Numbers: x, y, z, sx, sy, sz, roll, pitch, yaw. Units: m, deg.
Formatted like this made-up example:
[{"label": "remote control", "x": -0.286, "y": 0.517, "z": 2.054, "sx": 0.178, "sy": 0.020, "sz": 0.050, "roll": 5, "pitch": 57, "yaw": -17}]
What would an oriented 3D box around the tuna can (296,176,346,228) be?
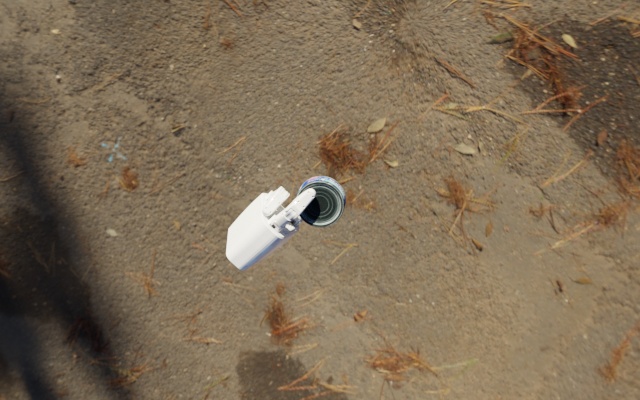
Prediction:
[{"label": "tuna can", "x": 0.000, "y": 0.003, "z": 0.825, "sx": 0.086, "sy": 0.086, "sz": 0.033, "roll": 0, "pitch": 17, "yaw": 6}]
